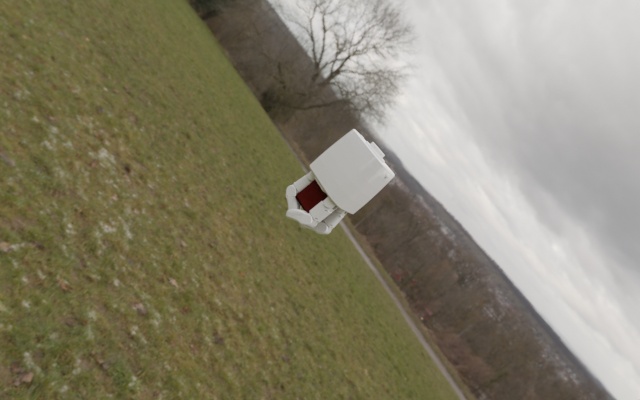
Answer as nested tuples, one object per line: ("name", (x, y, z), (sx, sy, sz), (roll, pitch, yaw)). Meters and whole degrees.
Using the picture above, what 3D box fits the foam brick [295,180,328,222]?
("foam brick", (0.000, 0.003, 0.878), (0.051, 0.053, 0.078), (-40, -21, 11))
